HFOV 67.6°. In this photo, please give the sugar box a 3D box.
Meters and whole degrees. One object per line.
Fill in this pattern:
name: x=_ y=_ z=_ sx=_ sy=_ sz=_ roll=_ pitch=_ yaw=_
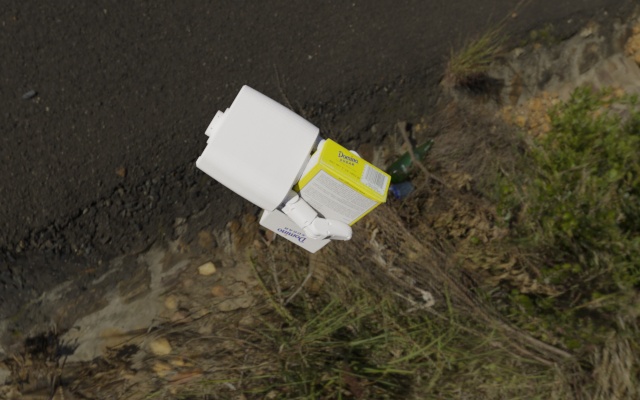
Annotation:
sugar box: x=0.000 y=0.001 z=0.607 sx=0.093 sy=0.048 sz=0.176 roll=30 pitch=-35 yaw=-15
